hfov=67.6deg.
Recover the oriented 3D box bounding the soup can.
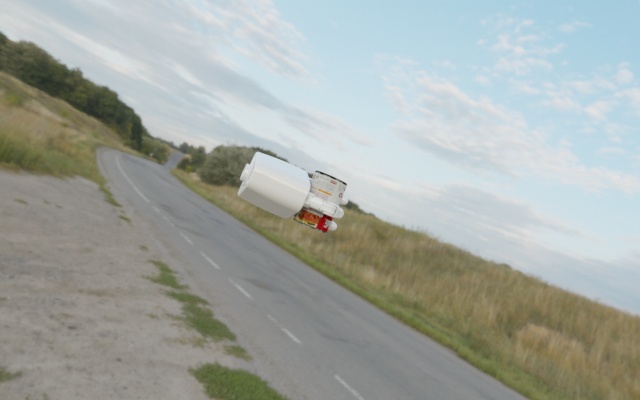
[{"bbox_3d":[0.001,0.003,0.890,0.068,0.102,0.068,24,-1,1],"label":"soup can"}]
